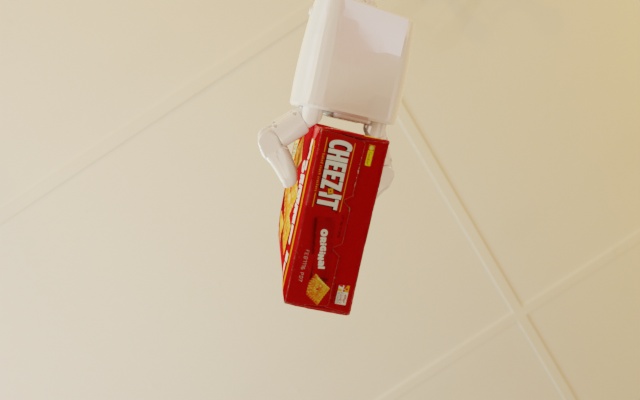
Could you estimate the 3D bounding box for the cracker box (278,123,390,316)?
[{"bbox_3d":[0.000,0.002,0.519,0.072,0.164,0.213,10,9,-8],"label":"cracker box"}]
